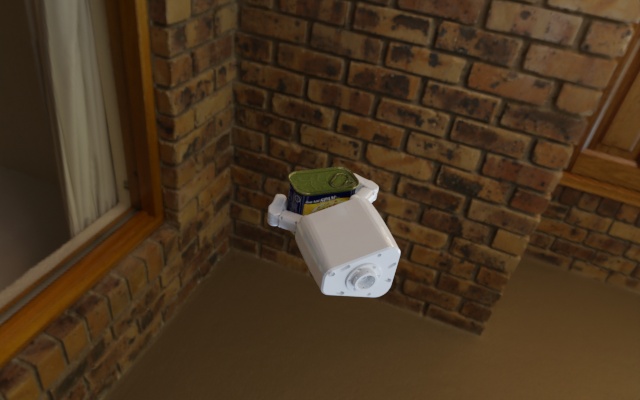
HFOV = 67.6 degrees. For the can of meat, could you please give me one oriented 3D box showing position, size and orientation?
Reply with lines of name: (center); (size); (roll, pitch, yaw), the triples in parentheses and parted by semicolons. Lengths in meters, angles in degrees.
can of meat: (0.000, 0.003, 0.715); (0.102, 0.084, 0.057); (-8, 39, -22)
